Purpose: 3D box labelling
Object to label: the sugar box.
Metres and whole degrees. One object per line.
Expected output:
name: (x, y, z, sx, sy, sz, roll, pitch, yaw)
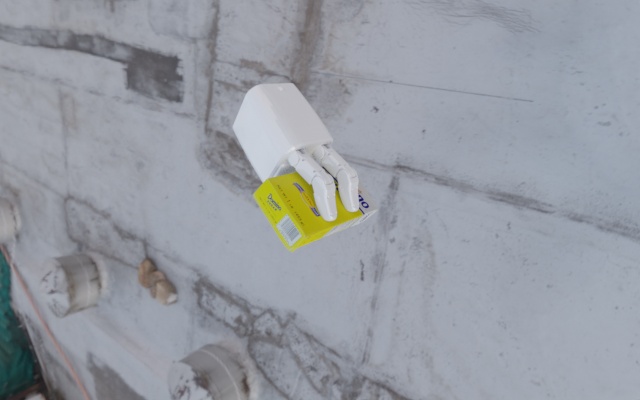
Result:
sugar box: (0.000, 0.002, 0.664, 0.176, 0.093, 0.048, -20, -19, -49)
